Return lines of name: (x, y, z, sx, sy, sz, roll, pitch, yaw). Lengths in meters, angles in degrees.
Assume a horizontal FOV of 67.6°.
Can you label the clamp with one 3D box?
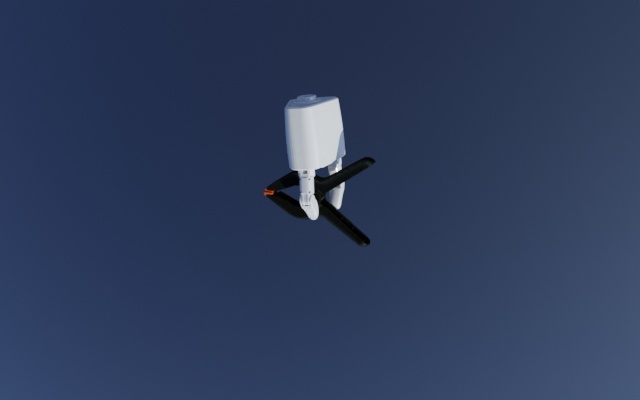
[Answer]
clamp: (-0.001, 0.003, 0.863, 0.210, 0.165, 0.036, 1, 18, 20)
